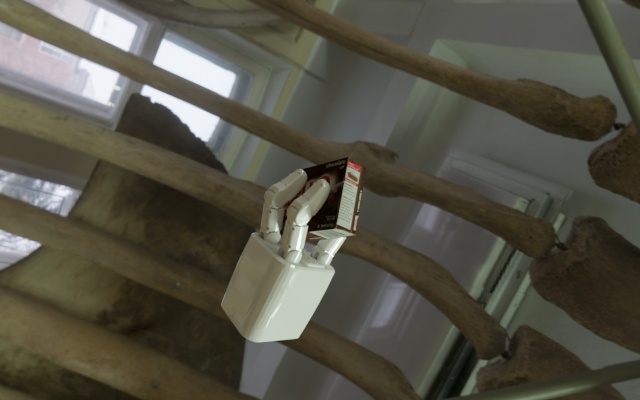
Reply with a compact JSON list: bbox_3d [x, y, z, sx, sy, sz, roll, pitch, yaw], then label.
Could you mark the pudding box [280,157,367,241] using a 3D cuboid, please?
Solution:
[{"bbox_3d":[0.000,0.002,0.591,0.039,0.090,0.113,25,-23,-39],"label":"pudding box"}]
